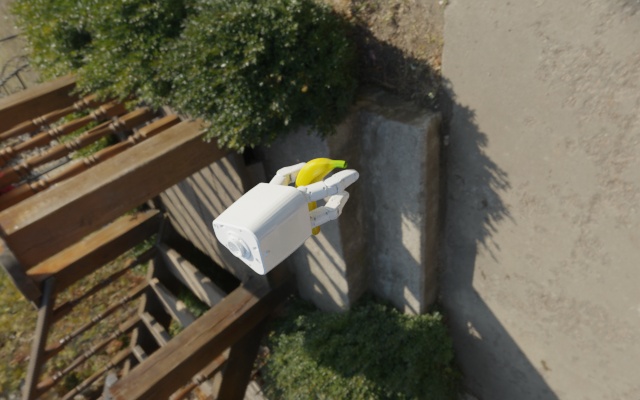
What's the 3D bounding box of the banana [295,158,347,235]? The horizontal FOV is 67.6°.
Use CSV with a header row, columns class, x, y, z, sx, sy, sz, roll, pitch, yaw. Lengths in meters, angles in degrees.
class,x,y,z,sx,sy,sz,roll,pitch,yaw
banana,-0.014,-0.010,0.815,0.069,0.198,0.037,36,52,12
